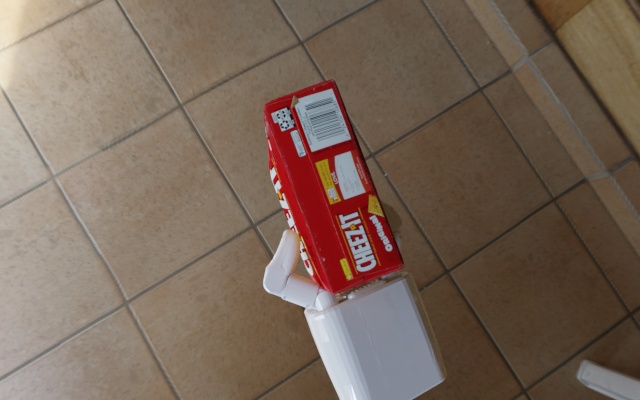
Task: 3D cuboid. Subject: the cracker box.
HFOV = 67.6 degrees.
[{"bbox_3d":[0.000,0.001,0.476,0.072,0.164,0.214,-20,-5,-7],"label":"cracker box"}]
